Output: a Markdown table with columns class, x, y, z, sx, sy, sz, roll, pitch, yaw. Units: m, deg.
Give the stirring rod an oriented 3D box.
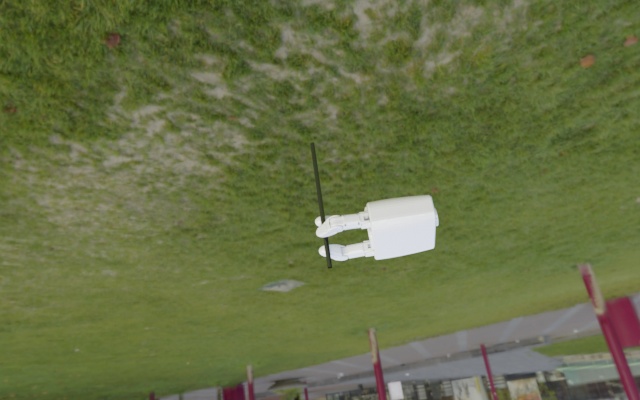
| class | x | y | z | sx | sy | sz | roll | pitch | yaw |
| --- | --- | --- | --- | --- | --- | --- | --- | --- | --- |
| stirring rod | 0.000 | 0.003 | 0.841 | 0.011 | 0.239 | 0.011 | -7 | -24 | -3 |
